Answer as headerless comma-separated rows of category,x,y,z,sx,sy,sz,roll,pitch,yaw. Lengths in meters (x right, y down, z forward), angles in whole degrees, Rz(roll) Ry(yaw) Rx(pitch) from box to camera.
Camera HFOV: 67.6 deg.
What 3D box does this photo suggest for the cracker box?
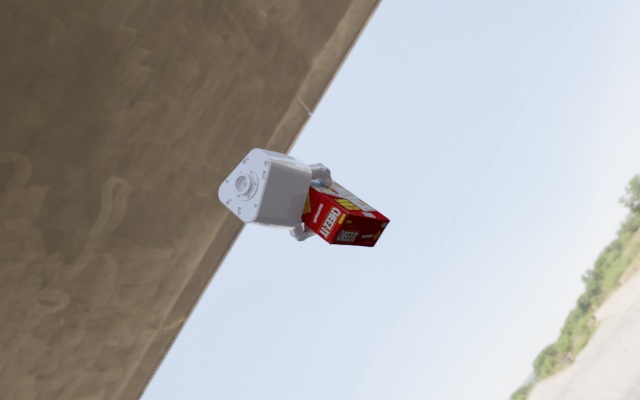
cracker box,0.000,0.003,0.886,0.213,0.072,0.164,37,15,31
